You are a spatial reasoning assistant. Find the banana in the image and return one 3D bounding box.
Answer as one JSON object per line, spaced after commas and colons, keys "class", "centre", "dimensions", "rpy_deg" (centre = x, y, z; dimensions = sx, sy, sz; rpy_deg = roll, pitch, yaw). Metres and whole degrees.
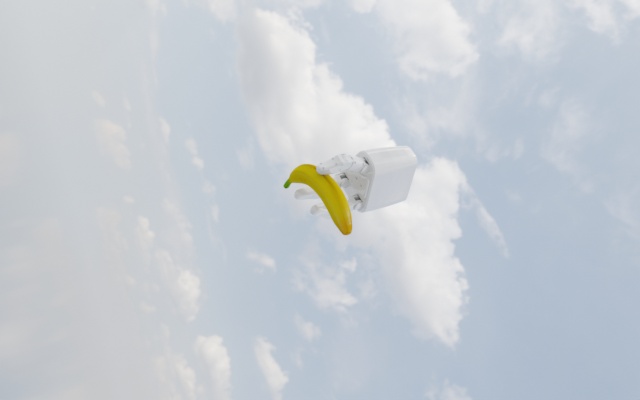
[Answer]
{"class": "banana", "centre": [0.001, -0.016, 0.805], "dimensions": [0.037, 0.070, 0.197], "rpy_deg": [-9, 30, -32]}
